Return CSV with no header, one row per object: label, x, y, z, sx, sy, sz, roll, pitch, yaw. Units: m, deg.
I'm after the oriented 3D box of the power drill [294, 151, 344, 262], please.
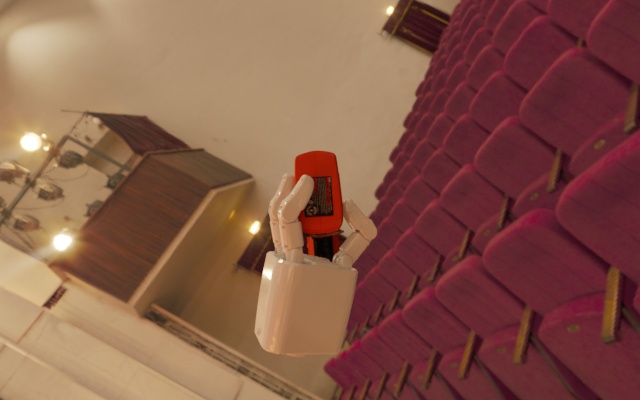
power drill,0.000,0.002,0.662,0.057,0.184,0.188,-7,-19,1
